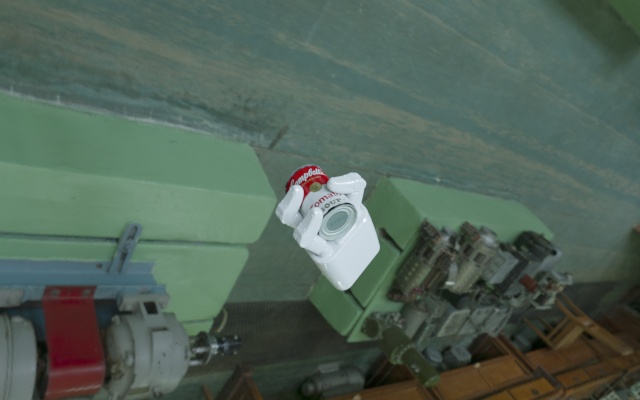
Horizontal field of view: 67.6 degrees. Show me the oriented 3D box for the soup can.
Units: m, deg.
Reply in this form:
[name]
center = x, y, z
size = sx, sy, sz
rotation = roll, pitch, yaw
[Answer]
[soup can]
center = 0.000, 0.002, 0.705
size = 0.068, 0.068, 0.102
rotation = 0, 36, -38
